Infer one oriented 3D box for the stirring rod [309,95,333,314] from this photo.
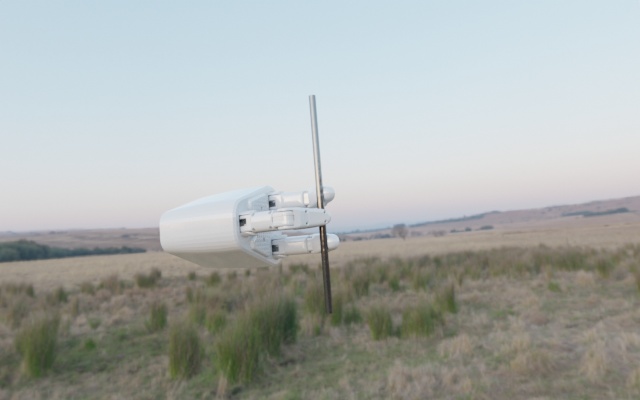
[{"bbox_3d":[0.000,0.002,0.524,0.011,0.239,0.011,-5,-6,0],"label":"stirring rod"}]
